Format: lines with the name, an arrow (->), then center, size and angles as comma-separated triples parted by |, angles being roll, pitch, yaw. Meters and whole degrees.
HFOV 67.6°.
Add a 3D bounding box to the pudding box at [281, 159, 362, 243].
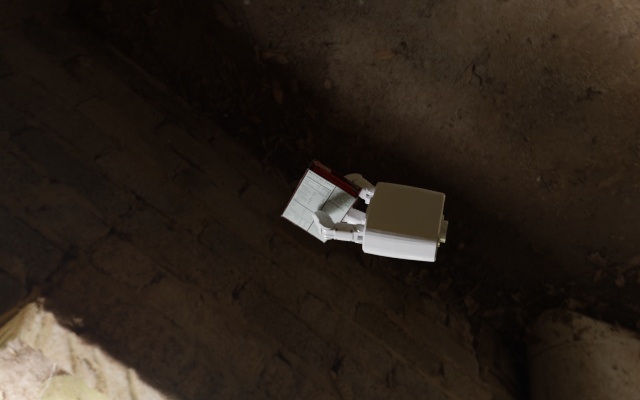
pudding box -> 0.000, 0.003, 0.765 | 0.090, 0.113, 0.039 | 33, 34, 0
